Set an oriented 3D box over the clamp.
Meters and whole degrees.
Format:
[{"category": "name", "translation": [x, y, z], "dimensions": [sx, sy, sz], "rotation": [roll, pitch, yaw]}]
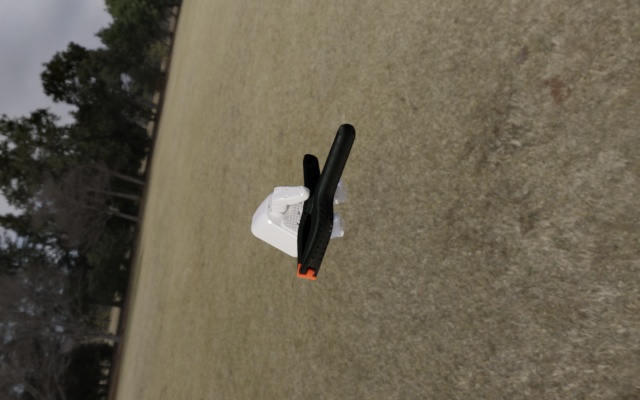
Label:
[{"category": "clamp", "translation": [-0.001, 0.003, 0.667], "dimensions": [0.036, 0.210, 0.164], "rotation": [13, -21, -17]}]
